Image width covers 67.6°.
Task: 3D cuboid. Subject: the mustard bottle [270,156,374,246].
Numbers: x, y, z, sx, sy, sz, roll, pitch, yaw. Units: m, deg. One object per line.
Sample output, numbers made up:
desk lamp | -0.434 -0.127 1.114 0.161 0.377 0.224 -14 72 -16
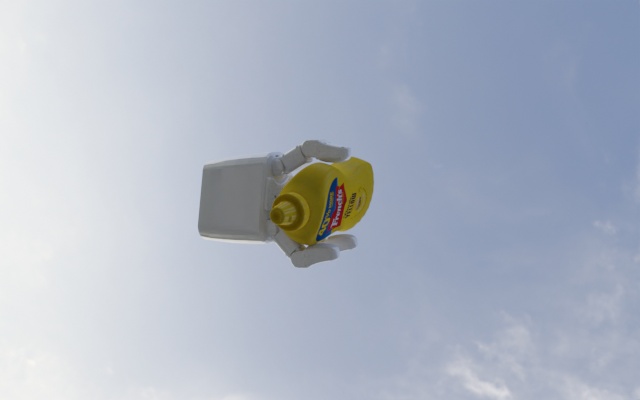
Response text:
mustard bottle | 0.001 0.002 0.564 0.058 0.096 0.191 24 19 23
